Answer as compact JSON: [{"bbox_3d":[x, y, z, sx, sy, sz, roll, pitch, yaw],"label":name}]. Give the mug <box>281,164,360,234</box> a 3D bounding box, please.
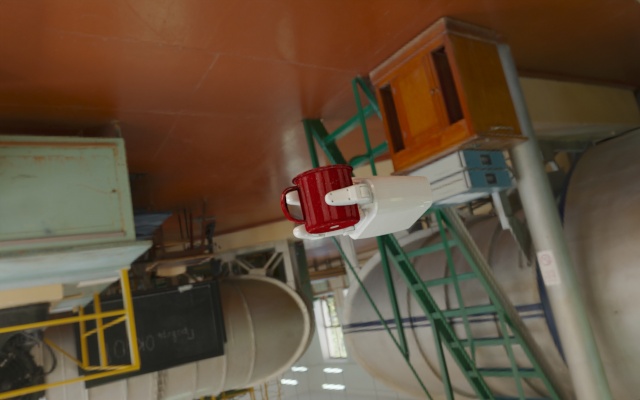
[{"bbox_3d":[-0.001,0.003,0.691,0.117,0.081,0.093,-7,-12,-23],"label":"mug"}]
